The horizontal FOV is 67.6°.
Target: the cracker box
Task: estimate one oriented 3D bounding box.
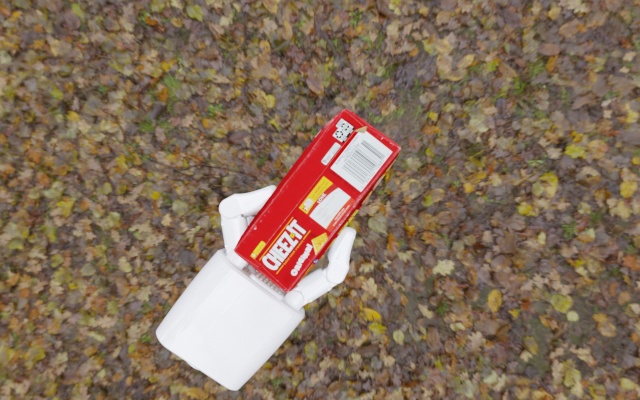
[{"bbox_3d":[0.000,0.002,0.519,0.072,0.164,0.214,38,0,3],"label":"cracker box"}]
